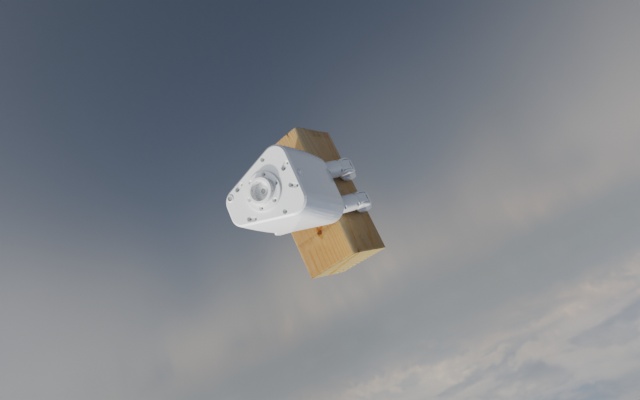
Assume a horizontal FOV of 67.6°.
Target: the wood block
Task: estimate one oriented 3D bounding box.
[{"bbox_3d":[0.000,0.003,0.727,0.091,0.206,0.090,-35,-19,32],"label":"wood block"}]
